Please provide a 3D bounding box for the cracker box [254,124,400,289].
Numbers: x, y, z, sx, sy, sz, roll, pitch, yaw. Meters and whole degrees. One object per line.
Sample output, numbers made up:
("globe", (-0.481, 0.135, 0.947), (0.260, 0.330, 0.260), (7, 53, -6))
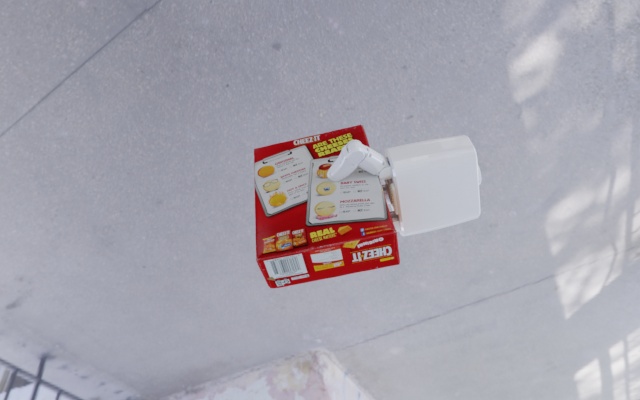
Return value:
("cracker box", (0.000, 0.002, 0.631), (0.164, 0.072, 0.213), (-12, 43, 2))
